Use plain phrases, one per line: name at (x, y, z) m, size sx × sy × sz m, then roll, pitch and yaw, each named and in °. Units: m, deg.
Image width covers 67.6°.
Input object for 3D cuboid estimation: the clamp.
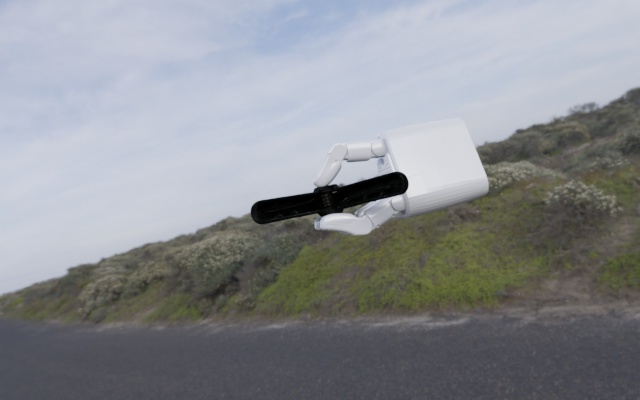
clamp at (0.000, 0.001, 0.574) m, size 0.164 × 0.036 × 0.210 m, roll -11°, pitch -2°, yaw -7°
